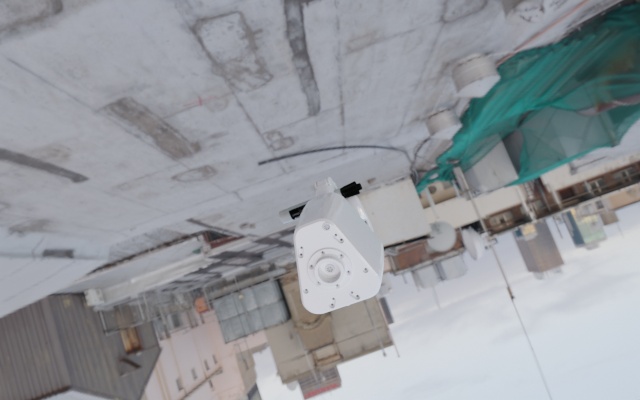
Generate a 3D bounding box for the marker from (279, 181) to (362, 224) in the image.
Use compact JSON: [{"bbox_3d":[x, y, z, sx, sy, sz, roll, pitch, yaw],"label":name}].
[{"bbox_3d":[0.000,0.002,0.658,0.121,0.020,0.020,-22,-5,12],"label":"marker"}]
